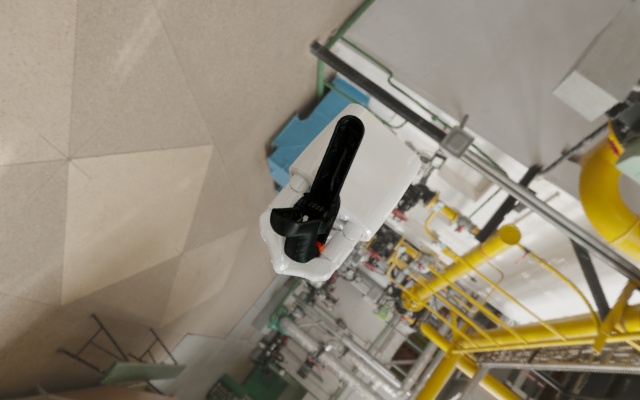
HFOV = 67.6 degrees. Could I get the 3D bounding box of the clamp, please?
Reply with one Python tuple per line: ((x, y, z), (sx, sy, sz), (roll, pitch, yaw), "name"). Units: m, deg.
((0.001, 0.002, 0.435), (0.039, 0.120, 0.171), (36, -17, 11), "clamp")
